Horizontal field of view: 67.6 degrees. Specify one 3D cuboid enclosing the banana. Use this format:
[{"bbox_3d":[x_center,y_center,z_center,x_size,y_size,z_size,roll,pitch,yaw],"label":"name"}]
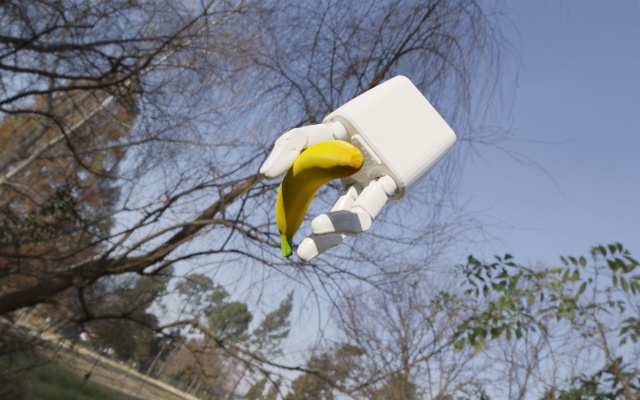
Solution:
[{"bbox_3d":[-0.009,-0.013,0.473,0.037,0.069,0.198,-15,-22,-28],"label":"banana"}]
